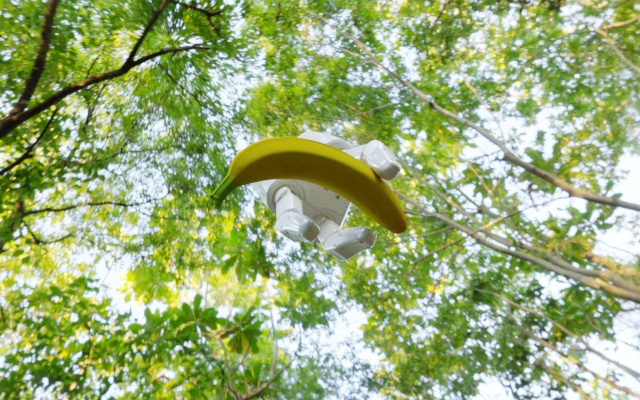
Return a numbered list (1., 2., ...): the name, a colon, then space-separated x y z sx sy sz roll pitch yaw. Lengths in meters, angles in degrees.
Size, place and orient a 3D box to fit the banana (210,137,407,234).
1. banana: 0.002 -0.017 0.436 0.198 0.069 0.037 11 7 -25
